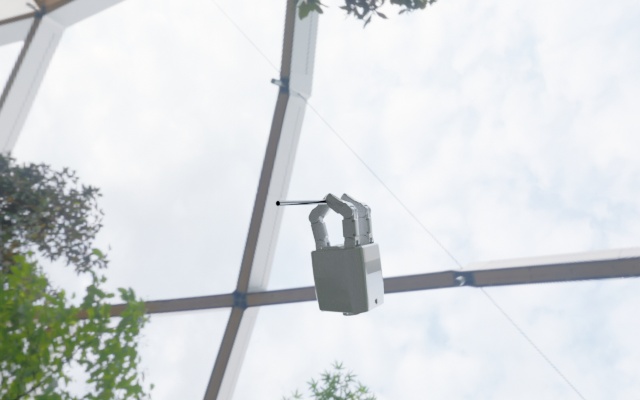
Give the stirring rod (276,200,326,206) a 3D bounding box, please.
[{"bbox_3d":[0.000,0.003,0.777,0.011,0.011,0.239,0,1,30],"label":"stirring rod"}]
